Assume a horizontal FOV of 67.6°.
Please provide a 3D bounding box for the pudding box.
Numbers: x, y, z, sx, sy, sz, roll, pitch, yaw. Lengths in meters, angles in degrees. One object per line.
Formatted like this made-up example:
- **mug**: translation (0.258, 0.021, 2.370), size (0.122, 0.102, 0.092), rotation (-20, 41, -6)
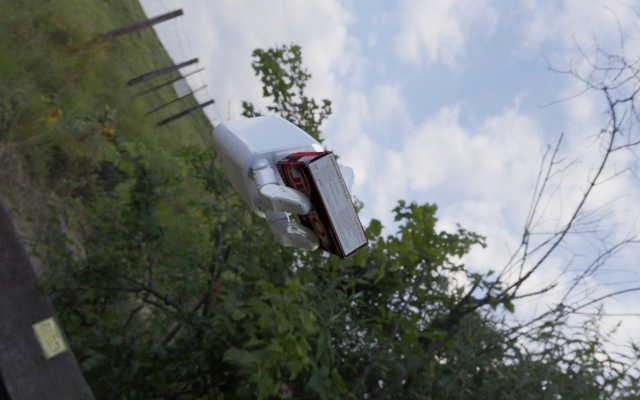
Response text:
- **pudding box**: translation (0.000, 0.002, 0.528), size (0.039, 0.113, 0.090), rotation (-30, 16, -19)
